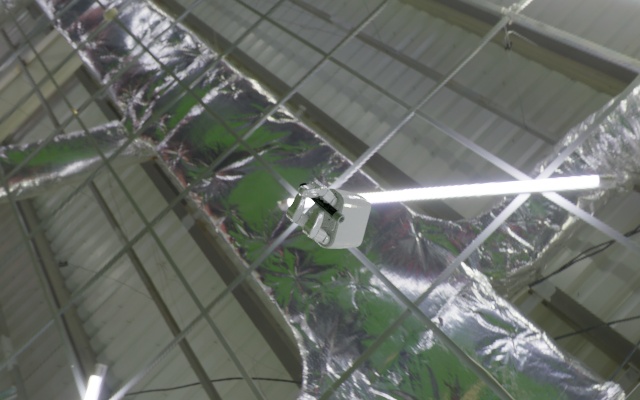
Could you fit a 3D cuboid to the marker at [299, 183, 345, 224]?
[{"bbox_3d":[0.000,0.003,0.886,0.020,0.020,0.121,0,32,-47],"label":"marker"}]
